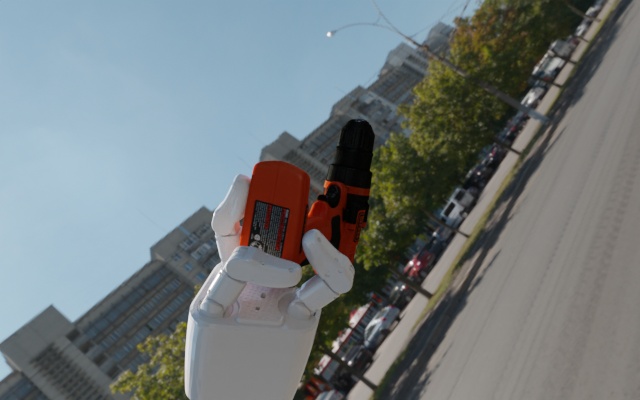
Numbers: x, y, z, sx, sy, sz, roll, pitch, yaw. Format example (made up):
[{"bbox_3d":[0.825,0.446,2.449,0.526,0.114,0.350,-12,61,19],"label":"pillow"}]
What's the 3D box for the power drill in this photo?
[{"bbox_3d":[0.000,0.002,0.479,0.057,0.184,0.187,12,7,26],"label":"power drill"}]
